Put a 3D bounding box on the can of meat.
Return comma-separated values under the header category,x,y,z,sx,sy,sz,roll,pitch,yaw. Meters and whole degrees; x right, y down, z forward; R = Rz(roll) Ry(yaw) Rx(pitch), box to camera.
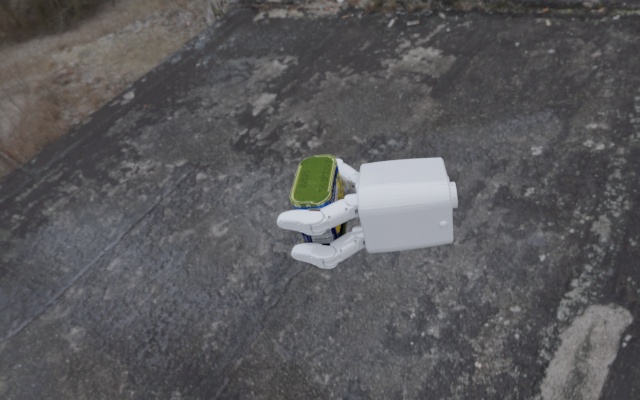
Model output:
category,x,y,z,sx,sy,sz,roll,pitch,yaw
can of meat,0.000,0.002,0.621,0.057,0.084,0.102,-4,41,13
